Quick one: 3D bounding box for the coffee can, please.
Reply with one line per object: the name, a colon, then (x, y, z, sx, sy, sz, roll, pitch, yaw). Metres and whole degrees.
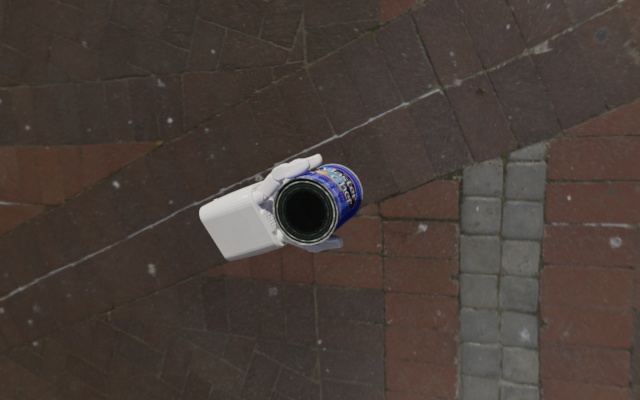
coffee can: (0.000, 0.002, 0.752, 0.103, 0.103, 0.140, 0, 12, 20)
